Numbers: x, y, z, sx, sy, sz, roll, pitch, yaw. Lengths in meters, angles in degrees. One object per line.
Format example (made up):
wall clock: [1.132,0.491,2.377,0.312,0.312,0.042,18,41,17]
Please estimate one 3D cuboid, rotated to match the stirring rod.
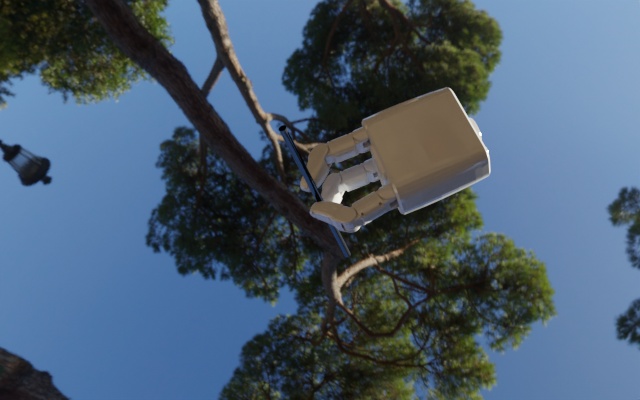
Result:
stirring rod: [0.000,0.002,0.543,0.011,0.011,0.240,0,-36,22]
